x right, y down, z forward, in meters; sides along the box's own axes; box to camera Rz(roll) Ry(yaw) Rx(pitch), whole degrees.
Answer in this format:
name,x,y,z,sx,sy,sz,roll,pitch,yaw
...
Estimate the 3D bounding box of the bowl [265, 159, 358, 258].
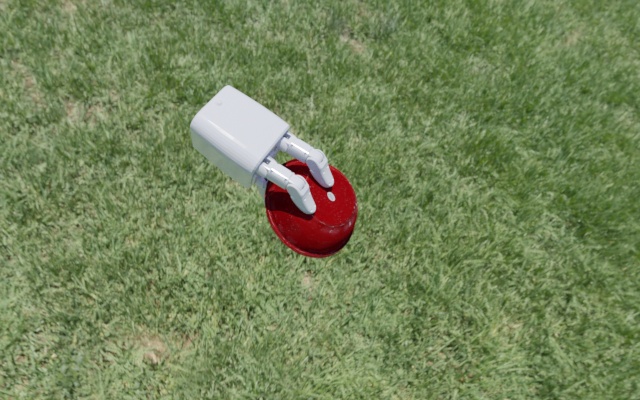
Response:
name,x,y,z,sx,sy,sz,roll,pitch,yaw
bowl,0.001,0.003,0.719,0.162,0.162,0.055,0,-17,-33
